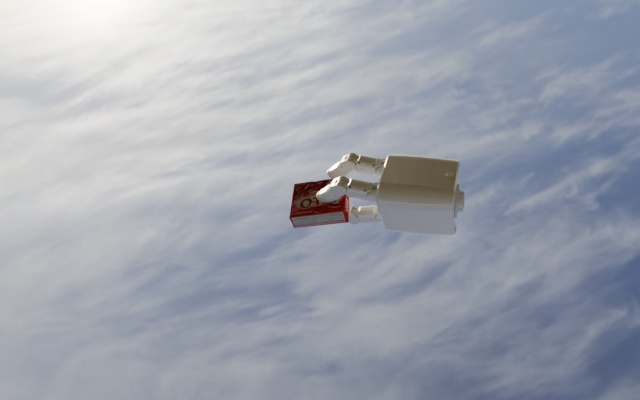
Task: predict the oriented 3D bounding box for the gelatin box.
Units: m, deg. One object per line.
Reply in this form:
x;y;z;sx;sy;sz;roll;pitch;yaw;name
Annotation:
0.000;0.003;0.743;0.089;0.073;0.030;-7;-44;13;gelatin box
